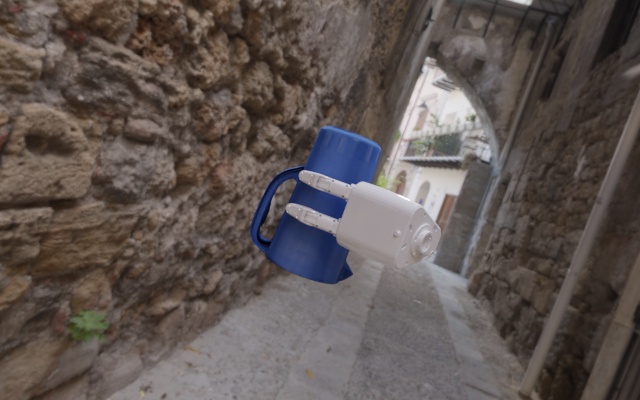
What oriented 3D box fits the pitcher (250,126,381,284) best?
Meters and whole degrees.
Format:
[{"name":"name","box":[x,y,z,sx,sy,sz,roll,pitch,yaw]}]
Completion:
[{"name":"pitcher","box":[0.000,0.003,0.791,0.145,0.243,0.149,23,4,43]}]
